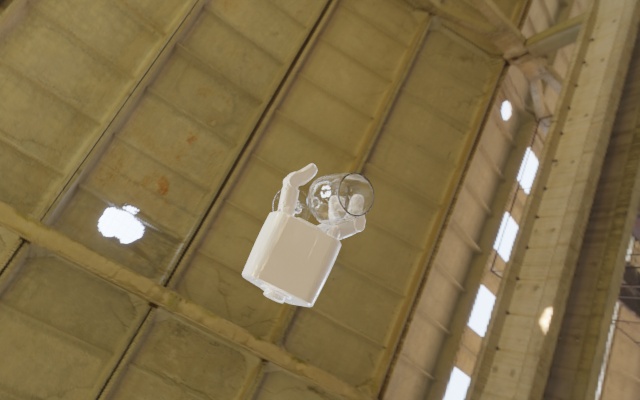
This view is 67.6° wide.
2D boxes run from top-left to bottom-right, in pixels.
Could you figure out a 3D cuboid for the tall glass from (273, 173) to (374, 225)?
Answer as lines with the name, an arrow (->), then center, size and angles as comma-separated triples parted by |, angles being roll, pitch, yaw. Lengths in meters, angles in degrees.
tall glass -> 0.000, 0.002, 0.750 | 0.079, 0.079, 0.201 | 0, -7, -31
